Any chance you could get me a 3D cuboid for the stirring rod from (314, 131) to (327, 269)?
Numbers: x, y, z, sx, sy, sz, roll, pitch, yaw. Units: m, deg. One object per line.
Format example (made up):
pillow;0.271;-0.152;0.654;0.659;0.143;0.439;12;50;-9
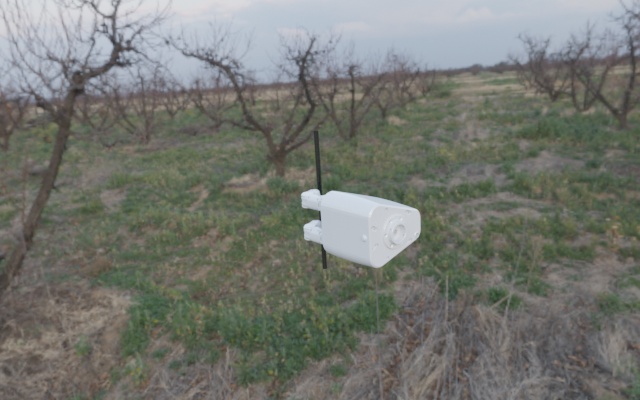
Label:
stirring rod;0.000;0.003;0.811;0.011;0.239;0.011;-4;14;1
